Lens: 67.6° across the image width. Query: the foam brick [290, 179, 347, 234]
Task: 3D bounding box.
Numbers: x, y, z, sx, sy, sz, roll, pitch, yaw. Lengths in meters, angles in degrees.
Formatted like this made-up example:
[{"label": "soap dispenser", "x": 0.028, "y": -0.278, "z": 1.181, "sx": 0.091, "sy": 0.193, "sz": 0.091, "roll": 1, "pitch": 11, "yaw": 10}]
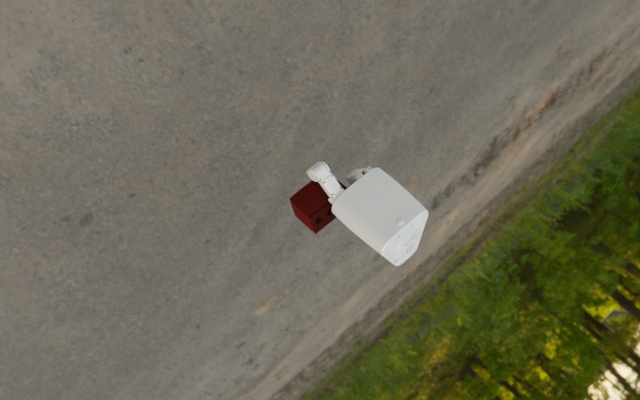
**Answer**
[{"label": "foam brick", "x": 0.000, "y": 0.003, "z": 0.743, "sx": 0.051, "sy": 0.078, "sz": 0.053, "roll": 44, "pitch": -15, "yaw": 30}]
